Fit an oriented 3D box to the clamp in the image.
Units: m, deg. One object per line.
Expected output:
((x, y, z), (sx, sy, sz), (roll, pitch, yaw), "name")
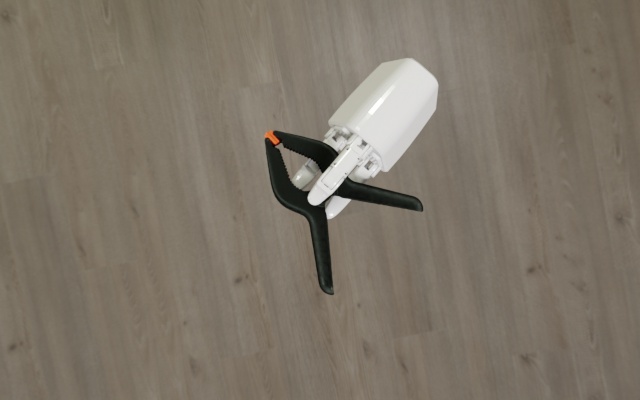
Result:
((0.000, 0.001, 0.591), (0.210, 0.164, 0.036), (40, -2, -2), "clamp")
